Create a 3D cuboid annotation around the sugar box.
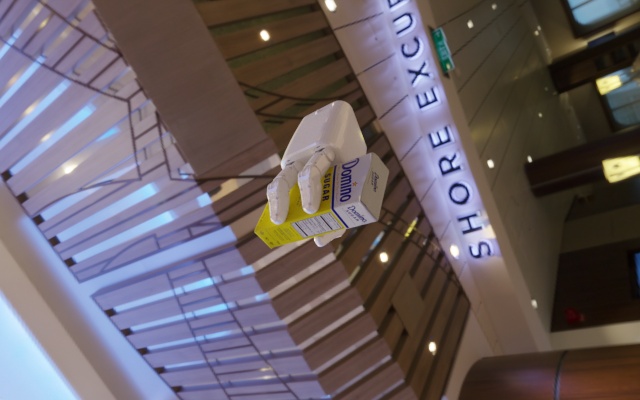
[{"bbox_3d":[0.000,0.002,0.636,0.176,0.093,0.048,-20,-54,35],"label":"sugar box"}]
